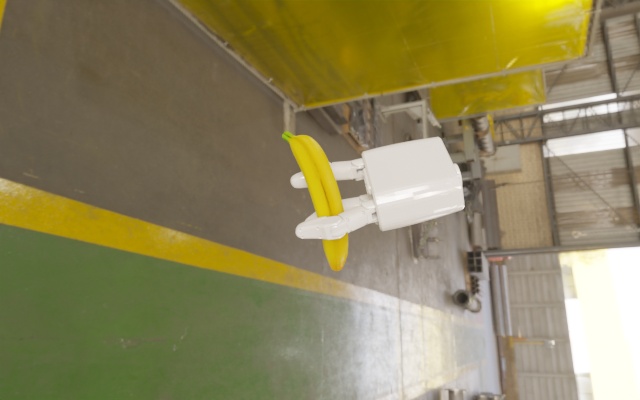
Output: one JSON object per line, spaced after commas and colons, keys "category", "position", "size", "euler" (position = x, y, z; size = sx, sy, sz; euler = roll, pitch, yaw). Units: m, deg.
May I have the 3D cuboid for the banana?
{"category": "banana", "position": [0.003, -0.002, 0.609], "size": [0.037, 0.198, 0.069], "euler": [-19, 3, -14]}
